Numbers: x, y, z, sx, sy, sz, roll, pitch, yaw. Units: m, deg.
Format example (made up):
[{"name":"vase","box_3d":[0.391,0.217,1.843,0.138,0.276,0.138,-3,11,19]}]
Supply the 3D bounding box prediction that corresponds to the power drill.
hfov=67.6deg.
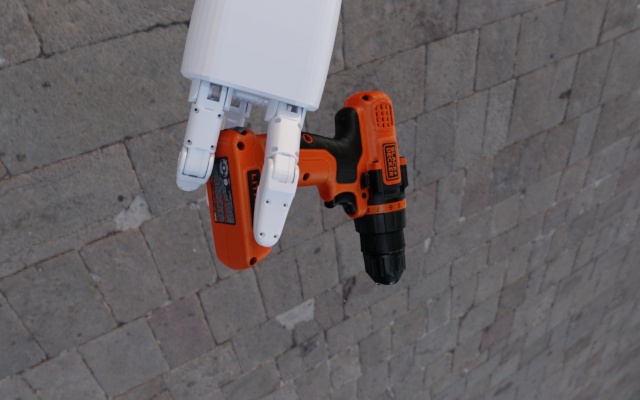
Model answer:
[{"name":"power drill","box_3d":[0.000,0.001,0.412,0.187,0.184,0.057,-12,6,-39]}]
